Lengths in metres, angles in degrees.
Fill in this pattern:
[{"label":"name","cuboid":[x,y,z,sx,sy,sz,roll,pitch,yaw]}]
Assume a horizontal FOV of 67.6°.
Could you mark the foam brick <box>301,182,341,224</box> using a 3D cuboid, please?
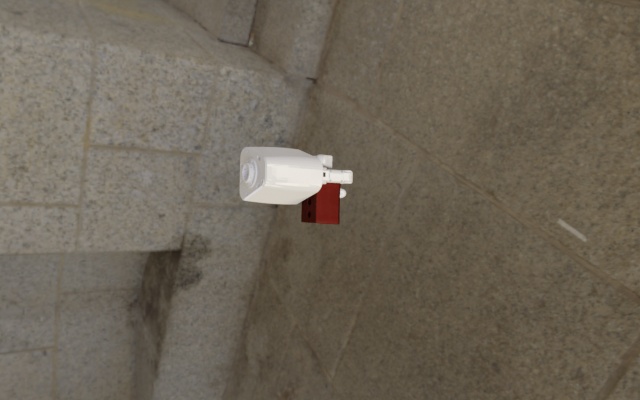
[{"label":"foam brick","cuboid":[0.000,0.003,0.850,0.051,0.078,0.053,1,-1,-33]}]
